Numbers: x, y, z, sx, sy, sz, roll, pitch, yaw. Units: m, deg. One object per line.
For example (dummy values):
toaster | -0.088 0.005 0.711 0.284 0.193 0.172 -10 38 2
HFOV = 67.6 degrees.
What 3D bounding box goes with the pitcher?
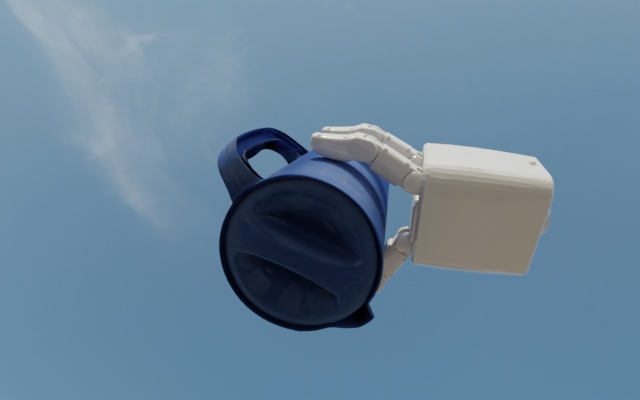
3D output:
pitcher | 0.000 0.002 0.476 0.145 0.149 0.242 7 19 10
